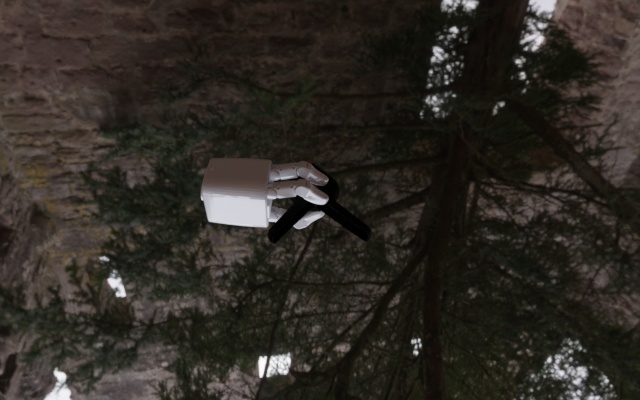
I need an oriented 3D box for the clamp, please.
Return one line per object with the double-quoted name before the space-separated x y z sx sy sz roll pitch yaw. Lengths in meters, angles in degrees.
"clamp" 0.000 0.003 0.823 0.164 0.036 0.209 4 37 -3
